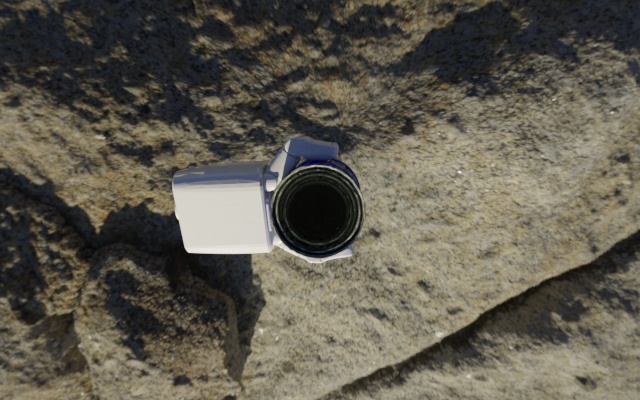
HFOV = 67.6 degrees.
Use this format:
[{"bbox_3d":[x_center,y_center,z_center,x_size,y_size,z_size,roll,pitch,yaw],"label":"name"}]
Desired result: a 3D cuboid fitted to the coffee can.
[{"bbox_3d":[0.000,0.002,0.575,0.103,0.103,0.140,0,9,2],"label":"coffee can"}]
